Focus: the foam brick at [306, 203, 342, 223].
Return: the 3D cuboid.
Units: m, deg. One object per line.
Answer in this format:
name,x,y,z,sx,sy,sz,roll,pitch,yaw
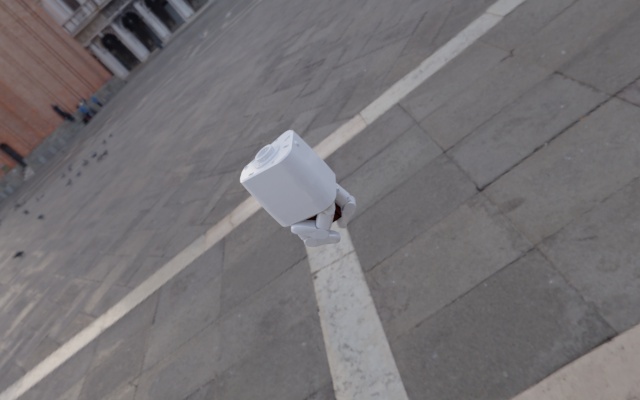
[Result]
foam brick,0.000,0.003,0.803,0.053,0.051,0.078,-34,27,20
